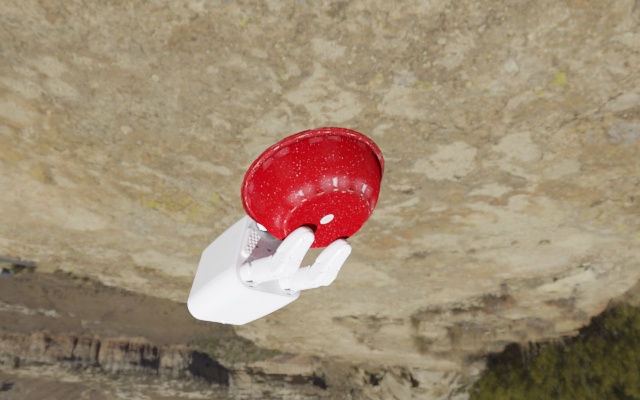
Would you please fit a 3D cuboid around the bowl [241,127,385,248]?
[{"bbox_3d":[0.001,0.001,0.504,0.162,0.055,0.162,-12,-40,-10],"label":"bowl"}]
